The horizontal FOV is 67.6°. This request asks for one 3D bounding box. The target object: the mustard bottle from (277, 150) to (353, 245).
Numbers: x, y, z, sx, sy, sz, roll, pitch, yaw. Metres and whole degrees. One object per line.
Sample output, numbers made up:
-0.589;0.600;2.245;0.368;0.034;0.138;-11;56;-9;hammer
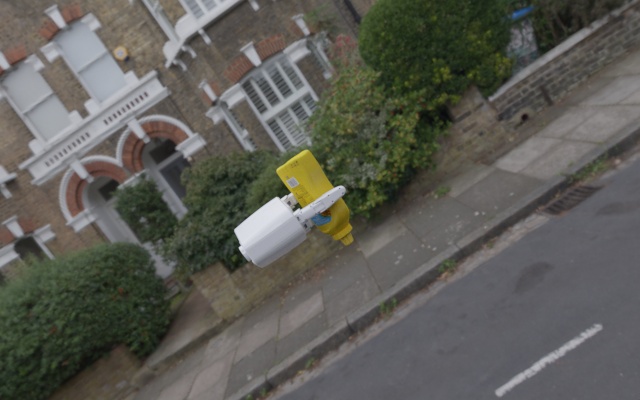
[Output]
0.000;0.002;0.886;0.058;0.191;0.096;-39;9;-32;mustard bottle
